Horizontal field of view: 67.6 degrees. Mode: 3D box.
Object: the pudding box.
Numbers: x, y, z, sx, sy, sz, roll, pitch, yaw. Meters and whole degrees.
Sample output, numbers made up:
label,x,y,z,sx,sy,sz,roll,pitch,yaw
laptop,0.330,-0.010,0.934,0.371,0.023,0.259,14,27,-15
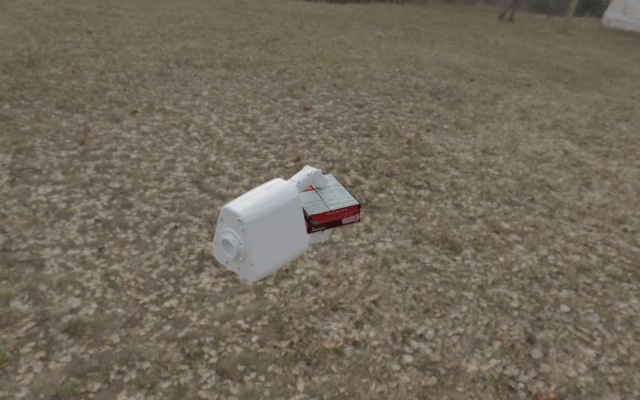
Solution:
label,x,y,z,sx,sy,sz,roll,pitch,yaw
pudding box,0.000,0.002,0.756,0.090,0.039,0.113,-11,35,-21
